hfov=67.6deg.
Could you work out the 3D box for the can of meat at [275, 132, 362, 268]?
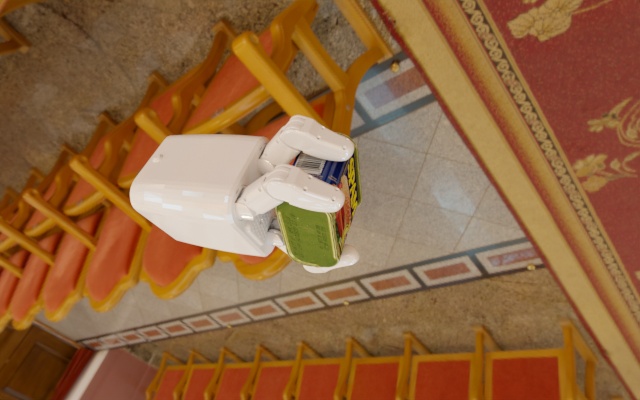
[{"bbox_3d":[0.000,0.002,0.444,0.057,0.084,0.102,8,-40,16],"label":"can of meat"}]
